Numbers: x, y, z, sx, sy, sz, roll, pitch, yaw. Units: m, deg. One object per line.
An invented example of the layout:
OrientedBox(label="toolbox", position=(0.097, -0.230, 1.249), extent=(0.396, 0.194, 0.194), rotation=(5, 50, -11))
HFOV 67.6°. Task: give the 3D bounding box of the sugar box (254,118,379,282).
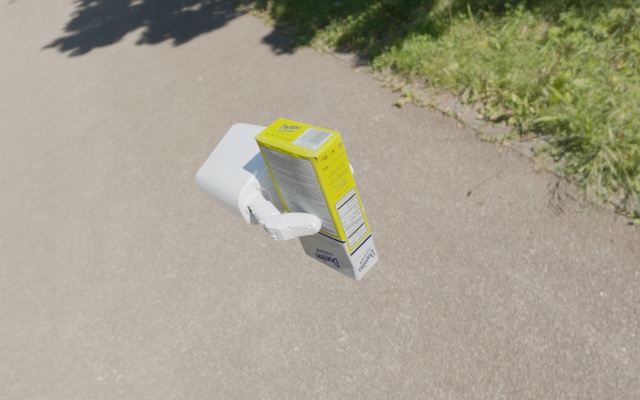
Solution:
OrientedBox(label="sugar box", position=(0.000, 0.001, 0.519), extent=(0.093, 0.176, 0.048), rotation=(23, 56, 42))
